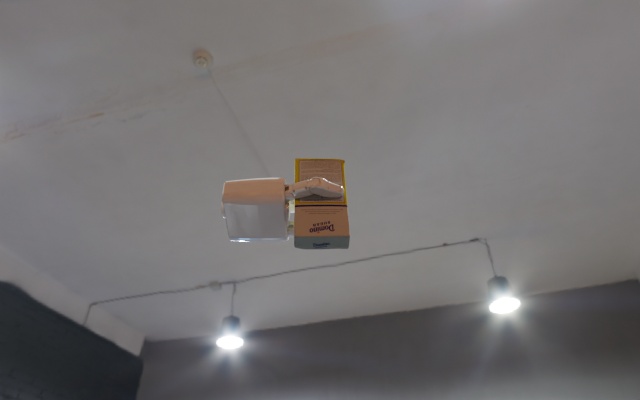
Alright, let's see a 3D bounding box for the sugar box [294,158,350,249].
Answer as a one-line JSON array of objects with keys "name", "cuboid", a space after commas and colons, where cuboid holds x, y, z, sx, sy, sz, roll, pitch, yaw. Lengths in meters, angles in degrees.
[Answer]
[{"name": "sugar box", "cuboid": [0.000, 0.003, 0.836, 0.093, 0.176, 0.048, 0, -37, -2]}]
